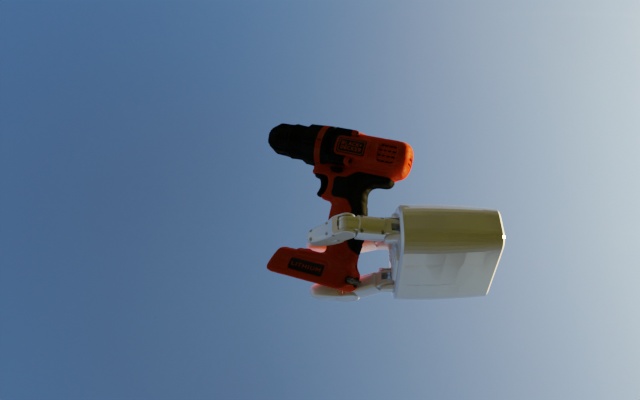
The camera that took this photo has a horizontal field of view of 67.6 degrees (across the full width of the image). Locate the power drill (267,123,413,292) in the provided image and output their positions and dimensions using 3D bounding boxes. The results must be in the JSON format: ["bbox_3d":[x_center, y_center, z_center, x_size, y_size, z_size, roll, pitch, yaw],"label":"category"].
[{"bbox_3d":[0.000,0.002,0.562,0.184,0.187,0.057,13,-8,24],"label":"power drill"}]
